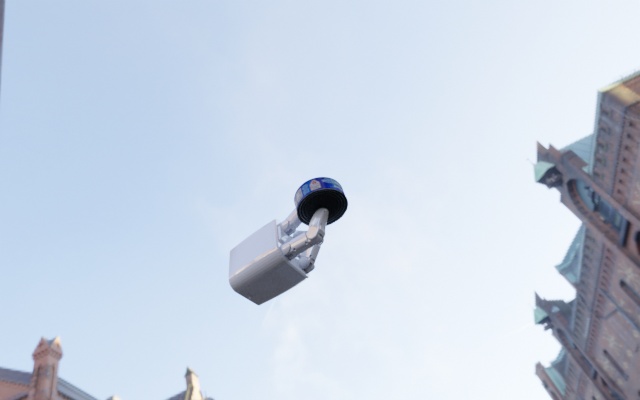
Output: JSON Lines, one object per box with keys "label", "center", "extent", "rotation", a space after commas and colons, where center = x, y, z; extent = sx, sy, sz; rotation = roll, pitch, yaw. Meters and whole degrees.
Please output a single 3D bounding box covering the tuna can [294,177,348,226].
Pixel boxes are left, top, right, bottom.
{"label": "tuna can", "center": [0.000, 0.002, 0.786], "extent": [0.086, 0.086, 0.033], "rotation": [0, 43, -18]}
